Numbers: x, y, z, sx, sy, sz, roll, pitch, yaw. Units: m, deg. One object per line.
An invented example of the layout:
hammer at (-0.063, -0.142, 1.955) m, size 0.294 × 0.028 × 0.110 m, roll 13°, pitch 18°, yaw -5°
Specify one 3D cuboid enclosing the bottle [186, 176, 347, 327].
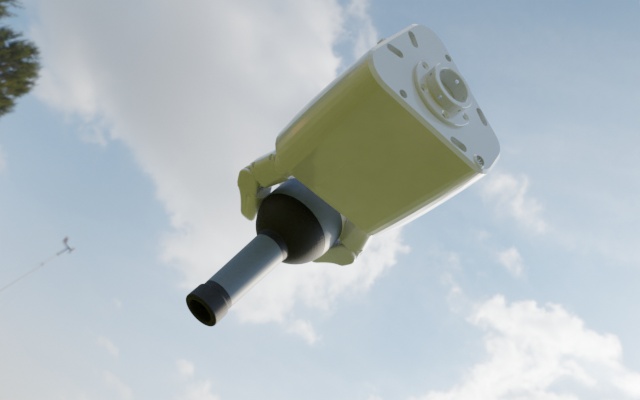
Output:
bottle at (0.000, 0.001, 0.417) m, size 0.069 × 0.069 × 0.295 m, roll 0°, pitch 29°, yaw 39°
